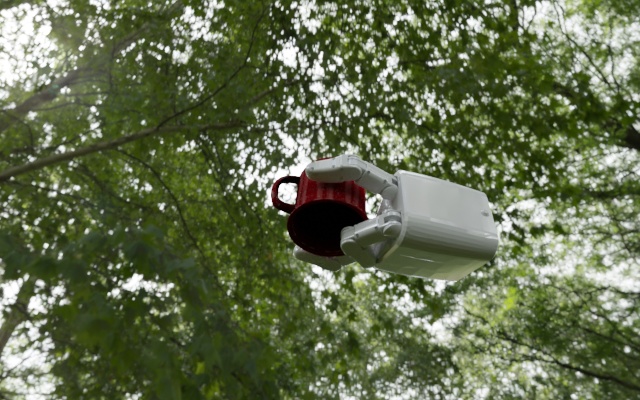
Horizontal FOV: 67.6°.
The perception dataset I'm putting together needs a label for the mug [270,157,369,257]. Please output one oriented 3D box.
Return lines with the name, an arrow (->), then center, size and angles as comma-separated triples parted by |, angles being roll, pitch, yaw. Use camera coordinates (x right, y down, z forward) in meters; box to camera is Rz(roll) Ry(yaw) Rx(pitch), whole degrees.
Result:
mug -> -0.001, 0.001, 0.550 | 0.117, 0.081, 0.093 | 14, -47, -8
